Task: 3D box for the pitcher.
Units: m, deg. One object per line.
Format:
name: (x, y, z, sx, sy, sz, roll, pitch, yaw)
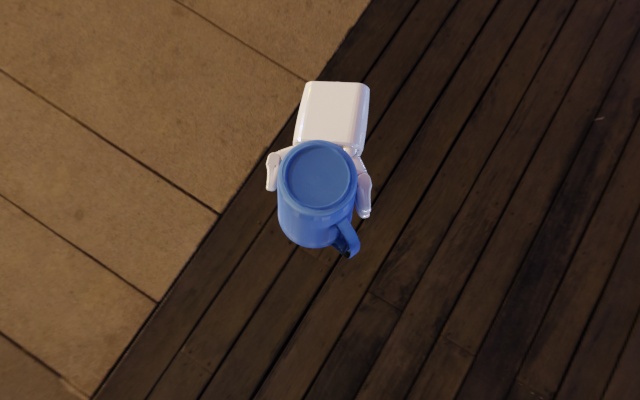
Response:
pitcher: (0.000, 0.002, 0.743, 0.149, 0.145, 0.243, 9, -12, 0)
